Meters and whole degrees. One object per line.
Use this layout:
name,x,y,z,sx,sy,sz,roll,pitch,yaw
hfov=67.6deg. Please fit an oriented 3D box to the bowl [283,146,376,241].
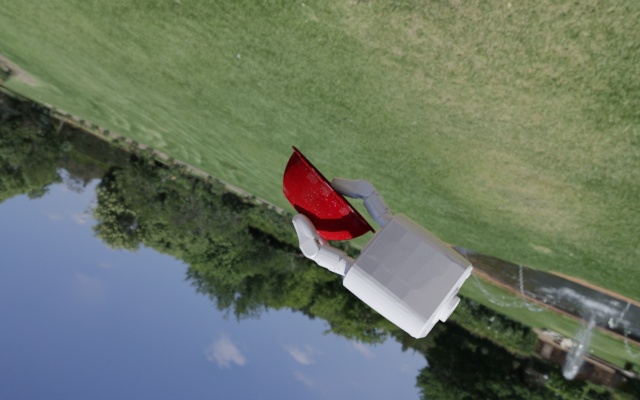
bowl,-0.001,0.002,0.645,0.055,0.162,0.162,-43,-4,4
